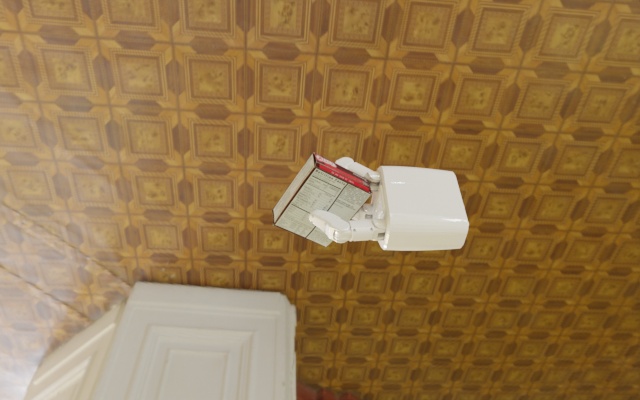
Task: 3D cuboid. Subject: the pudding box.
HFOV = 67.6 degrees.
[{"bbox_3d":[0.000,0.002,0.638,0.090,0.113,0.039,26,29,-21],"label":"pudding box"}]
